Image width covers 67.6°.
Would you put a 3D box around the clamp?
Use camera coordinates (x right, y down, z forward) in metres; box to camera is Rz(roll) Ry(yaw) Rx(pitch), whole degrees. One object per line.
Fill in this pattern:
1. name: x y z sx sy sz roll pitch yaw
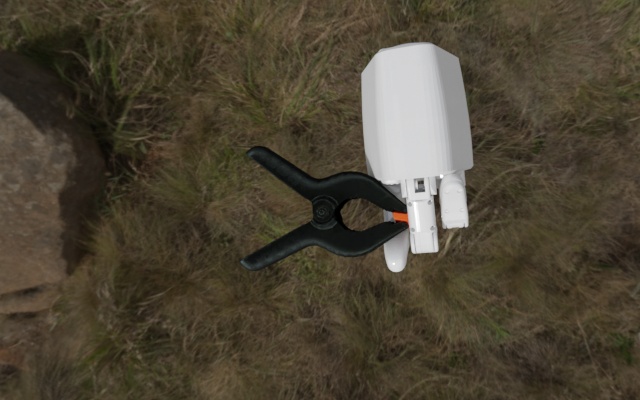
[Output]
1. clamp: 0.000 0.002 0.447 0.171 0.120 0.039 -6 3 12
